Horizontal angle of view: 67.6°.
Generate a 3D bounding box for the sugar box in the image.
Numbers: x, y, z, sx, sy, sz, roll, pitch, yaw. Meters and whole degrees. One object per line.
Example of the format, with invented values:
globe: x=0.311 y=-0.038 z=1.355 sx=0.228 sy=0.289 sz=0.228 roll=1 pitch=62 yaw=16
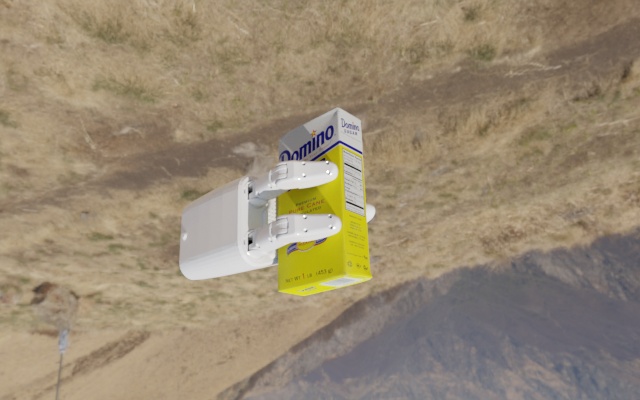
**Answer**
sugar box: x=0.000 y=0.002 z=0.490 sx=0.093 sy=0.176 sz=0.048 roll=-21 pitch=-27 yaw=38
